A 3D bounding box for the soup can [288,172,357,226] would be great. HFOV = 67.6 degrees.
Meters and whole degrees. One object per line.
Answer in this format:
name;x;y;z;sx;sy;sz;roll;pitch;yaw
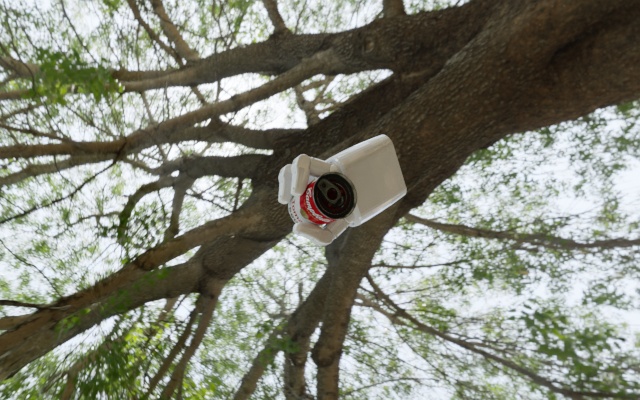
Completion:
soup can;0.000;0.003;0.701;0.068;0.068;0.102;0;-11;-25
